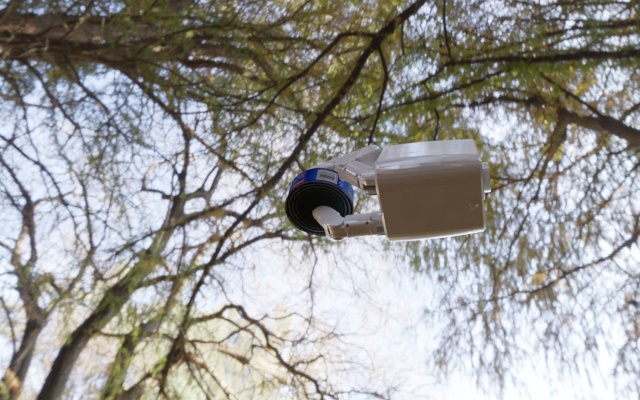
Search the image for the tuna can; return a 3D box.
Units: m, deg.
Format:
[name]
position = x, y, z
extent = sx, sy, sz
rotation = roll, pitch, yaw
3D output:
[tuna can]
position = 0.000, 0.002, 0.599
extent = 0.086, 0.086, 0.033
rotation = 0, 38, 8
